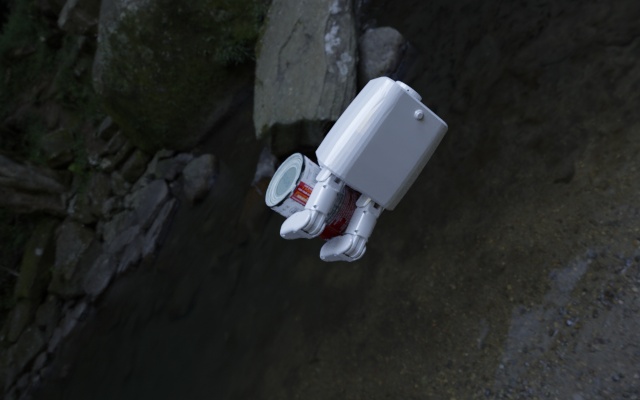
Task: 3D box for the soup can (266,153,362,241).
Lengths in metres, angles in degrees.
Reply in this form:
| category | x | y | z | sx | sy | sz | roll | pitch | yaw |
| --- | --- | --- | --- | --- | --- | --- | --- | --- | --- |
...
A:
| category | x | y | z | sx | sy | sz | roll | pitch | yaw |
| --- | --- | --- | --- | --- | --- | --- | --- | --- | --- |
| soup can | 0.000 | 0.002 | 0.524 | 0.102 | 0.068 | 0.068 | 32 | -15 | -26 |
